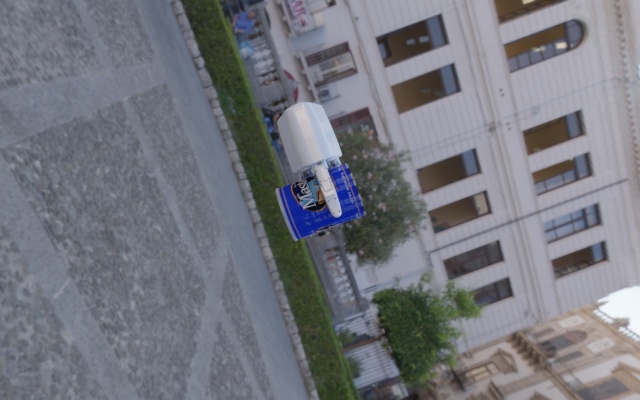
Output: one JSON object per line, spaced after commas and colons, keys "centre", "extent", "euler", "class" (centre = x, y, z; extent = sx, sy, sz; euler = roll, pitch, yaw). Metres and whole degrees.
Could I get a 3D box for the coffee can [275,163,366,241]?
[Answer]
{"centre": [0.000, 0.003, 0.878], "extent": [0.140, 0.103, 0.103], "euler": [-20, 0, 0], "class": "coffee can"}
